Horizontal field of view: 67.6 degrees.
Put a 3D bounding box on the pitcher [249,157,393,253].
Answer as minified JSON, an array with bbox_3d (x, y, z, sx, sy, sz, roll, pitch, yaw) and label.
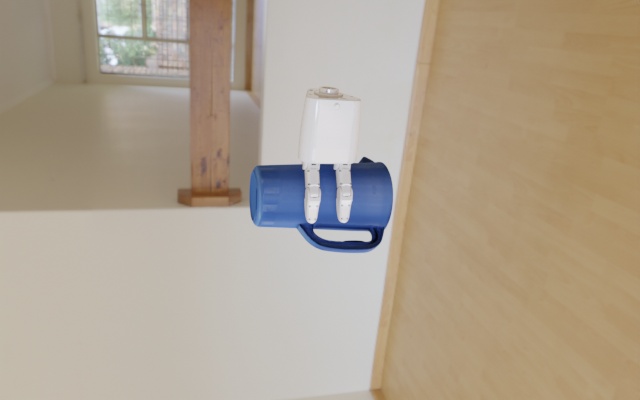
[{"bbox_3d":[0.000,0.003,0.856,0.243,0.145,0.149,0,22,-16],"label":"pitcher"}]
